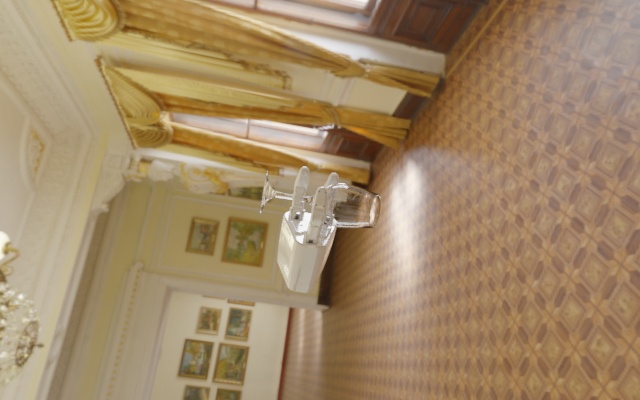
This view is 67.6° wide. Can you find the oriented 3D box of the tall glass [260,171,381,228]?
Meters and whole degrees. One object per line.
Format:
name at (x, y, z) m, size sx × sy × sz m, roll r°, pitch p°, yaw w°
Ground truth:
tall glass at (-0.001, 0.002, 0.825) m, size 0.201 × 0.079 × 0.079 m, roll 9°, pitch -1°, yaw -7°
